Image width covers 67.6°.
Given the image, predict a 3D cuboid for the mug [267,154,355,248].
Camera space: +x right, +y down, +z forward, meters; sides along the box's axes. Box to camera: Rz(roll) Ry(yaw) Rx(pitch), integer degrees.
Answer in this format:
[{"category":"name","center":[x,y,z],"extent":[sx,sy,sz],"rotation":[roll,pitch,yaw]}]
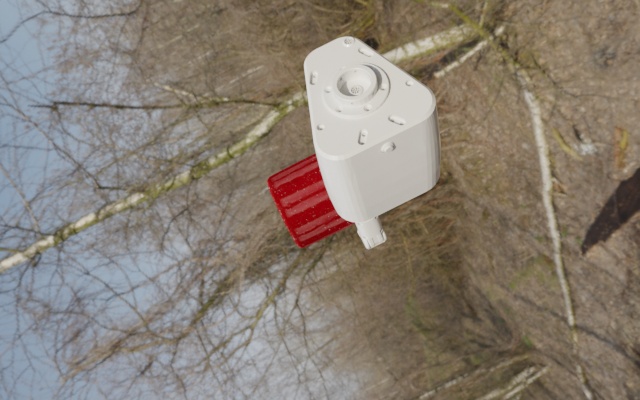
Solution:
[{"category":"mug","center":[0.000,0.002,0.501],"extent":[0.081,0.093,0.117],"rotation":[-26,-29,-1]}]
